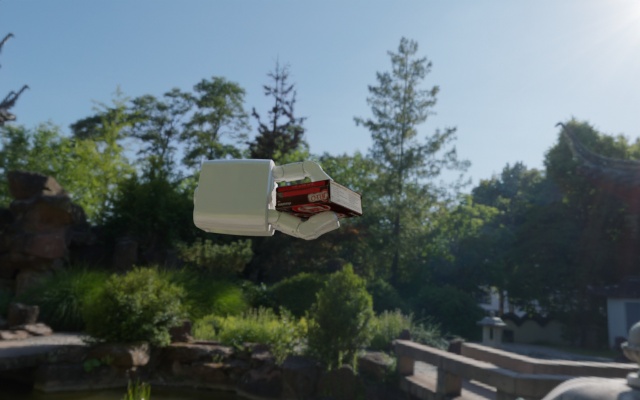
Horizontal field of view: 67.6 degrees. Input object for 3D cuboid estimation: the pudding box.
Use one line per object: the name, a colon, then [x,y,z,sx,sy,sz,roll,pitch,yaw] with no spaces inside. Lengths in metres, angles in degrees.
pudding box: [0.000,0.002,0.704,0.090,0.039,0.113,-7,-12,29]
